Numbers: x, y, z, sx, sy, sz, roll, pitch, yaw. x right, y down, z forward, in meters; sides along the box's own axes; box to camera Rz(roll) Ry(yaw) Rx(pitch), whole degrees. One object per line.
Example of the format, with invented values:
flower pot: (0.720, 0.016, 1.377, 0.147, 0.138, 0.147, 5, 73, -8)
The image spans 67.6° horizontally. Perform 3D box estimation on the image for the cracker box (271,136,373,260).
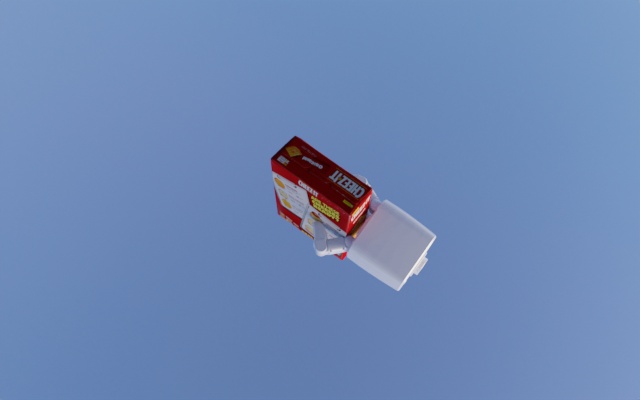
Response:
cracker box: (0.000, 0.003, 0.850, 0.164, 0.072, 0.214, 35, -22, 15)
